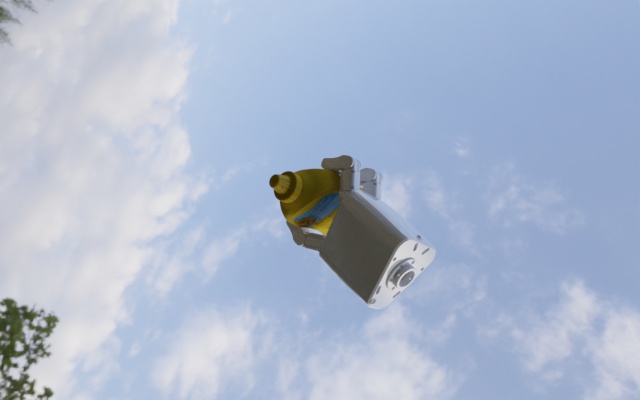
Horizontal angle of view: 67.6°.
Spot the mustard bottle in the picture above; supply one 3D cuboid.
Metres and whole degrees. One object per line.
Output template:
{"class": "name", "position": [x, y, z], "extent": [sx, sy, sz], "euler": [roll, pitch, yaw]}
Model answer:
{"class": "mustard bottle", "position": [0.000, 0.002, 0.669], "extent": [0.096, 0.058, 0.192], "euler": [-35, -35, 25]}
